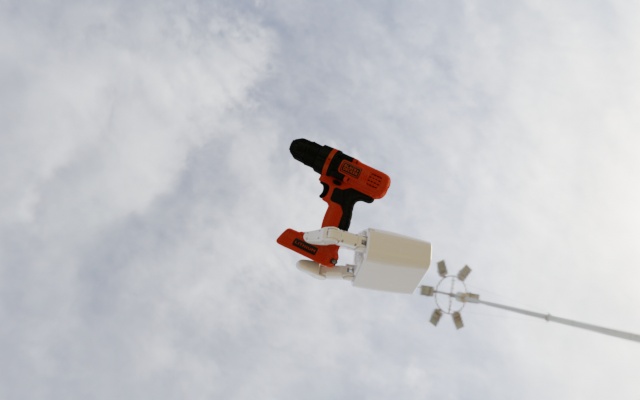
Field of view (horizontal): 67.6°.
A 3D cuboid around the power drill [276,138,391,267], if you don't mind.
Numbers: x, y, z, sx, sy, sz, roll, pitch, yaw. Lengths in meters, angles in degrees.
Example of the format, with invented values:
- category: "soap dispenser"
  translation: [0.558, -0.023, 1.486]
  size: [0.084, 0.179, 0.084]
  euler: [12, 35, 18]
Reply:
- category: "power drill"
  translation: [0.000, 0.003, 0.798]
  size: [0.184, 0.187, 0.057]
  euler: [25, -4, 13]
